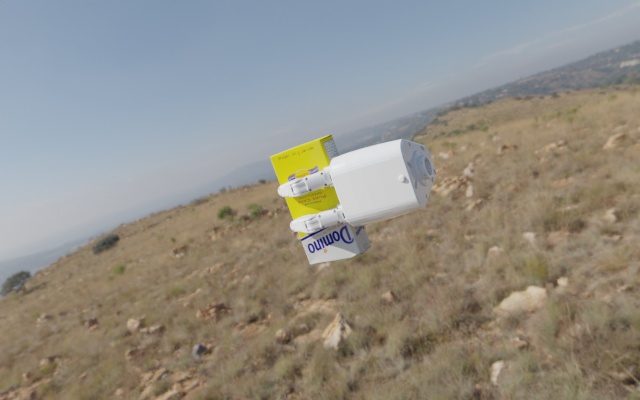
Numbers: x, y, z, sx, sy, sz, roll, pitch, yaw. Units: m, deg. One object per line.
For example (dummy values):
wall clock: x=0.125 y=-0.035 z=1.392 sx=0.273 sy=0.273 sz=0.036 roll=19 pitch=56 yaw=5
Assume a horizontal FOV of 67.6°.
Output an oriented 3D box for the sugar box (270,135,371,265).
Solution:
sugar box: x=0.000 y=0.002 z=0.702 sx=0.093 sy=0.176 sz=0.048 roll=-15 pitch=8 yaw=32
